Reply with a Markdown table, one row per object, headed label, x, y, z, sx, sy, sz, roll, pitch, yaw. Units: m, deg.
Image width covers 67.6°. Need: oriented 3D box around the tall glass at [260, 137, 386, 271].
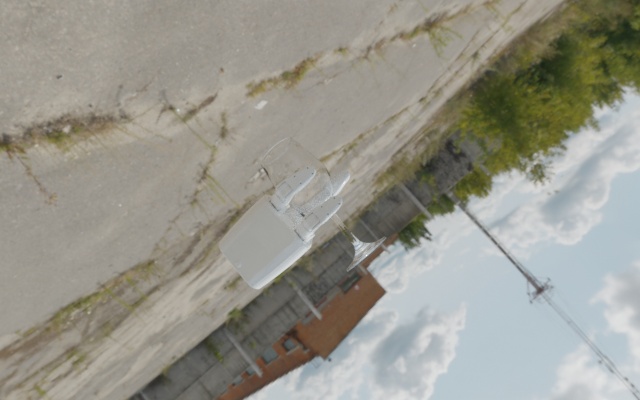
| label | x | y | z | sx | sy | sz | roll | pitch | yaw |
| --- | --- | --- | --- | --- | --- | --- | --- | --- | --- |
| tall glass | 0.001 | 0.003 | 0.688 | 0.079 | 0.201 | 0.079 | -40 | -6 | -5 |
